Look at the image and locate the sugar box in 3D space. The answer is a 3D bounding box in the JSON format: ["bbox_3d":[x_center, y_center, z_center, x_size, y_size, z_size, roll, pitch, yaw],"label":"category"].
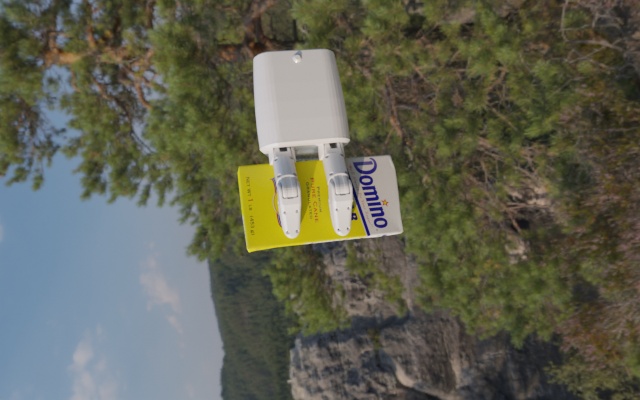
[{"bbox_3d":[0.000,0.002,0.538,0.176,0.093,0.048,-6,-6,-10],"label":"sugar box"}]
